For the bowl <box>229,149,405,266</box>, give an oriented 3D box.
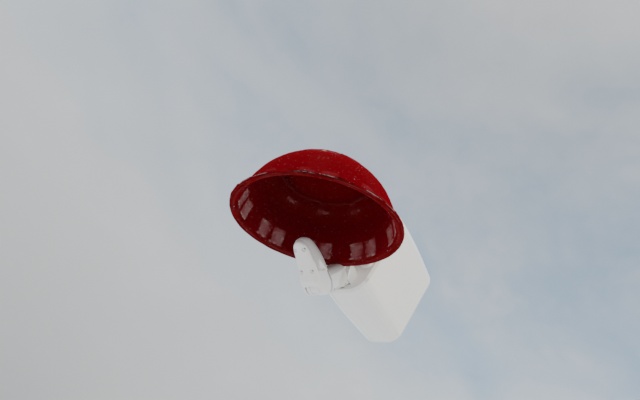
[{"bbox_3d":[0.000,0.000,0.447,0.162,0.055,0.162,10,-32,6],"label":"bowl"}]
